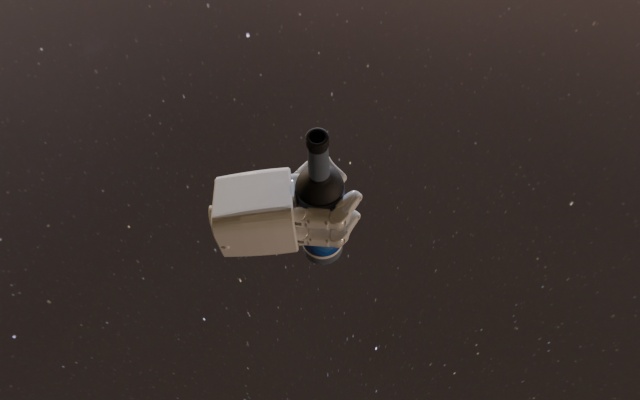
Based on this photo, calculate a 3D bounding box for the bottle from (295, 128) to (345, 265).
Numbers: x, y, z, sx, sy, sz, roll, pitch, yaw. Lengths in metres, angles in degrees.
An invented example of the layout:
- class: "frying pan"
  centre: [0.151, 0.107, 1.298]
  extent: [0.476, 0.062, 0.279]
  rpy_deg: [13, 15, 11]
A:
- class: "bottle"
  centre: [0.000, 0.002, 0.667]
  extent: [0.069, 0.069, 0.296]
  rpy_deg: [0, -30, 2]
